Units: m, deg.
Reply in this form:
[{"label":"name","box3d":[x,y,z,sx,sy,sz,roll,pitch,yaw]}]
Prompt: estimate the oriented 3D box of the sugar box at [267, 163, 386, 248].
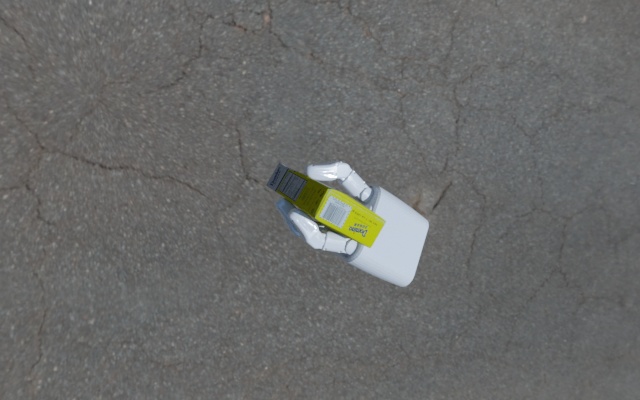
[{"label":"sugar box","box3d":[0.000,0.003,0.635,0.093,0.048,0.176,30,-3,-28]}]
